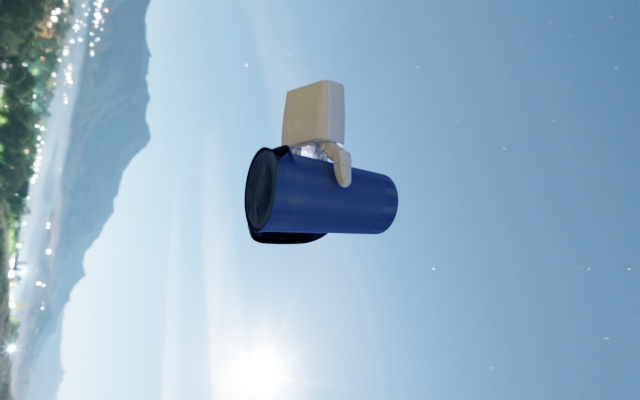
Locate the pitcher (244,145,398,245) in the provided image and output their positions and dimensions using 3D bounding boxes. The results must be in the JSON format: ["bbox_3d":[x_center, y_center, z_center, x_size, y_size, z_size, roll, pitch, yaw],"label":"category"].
[{"bbox_3d":[0.000,0.002,0.797,0.243,0.145,0.149,7,-10,-28],"label":"pitcher"}]
